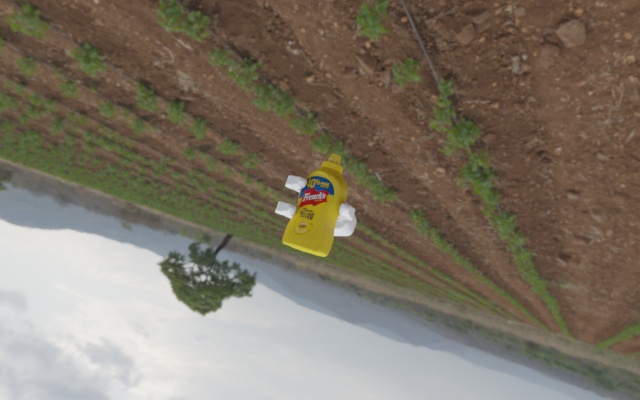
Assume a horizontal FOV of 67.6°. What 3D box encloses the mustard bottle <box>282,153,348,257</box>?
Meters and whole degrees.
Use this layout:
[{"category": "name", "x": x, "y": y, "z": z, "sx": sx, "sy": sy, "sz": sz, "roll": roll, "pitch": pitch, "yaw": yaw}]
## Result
[{"category": "mustard bottle", "x": 0.000, "y": 0.003, "z": 0.893, "sx": 0.096, "sy": 0.191, "sz": 0.058, "roll": 11, "pitch": -13, "yaw": 41}]
